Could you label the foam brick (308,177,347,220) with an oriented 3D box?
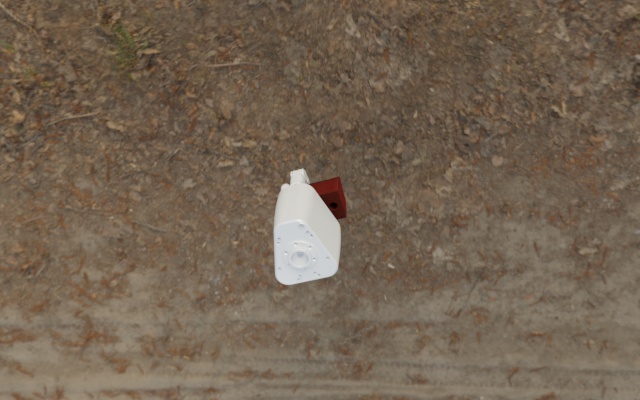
[{"bbox_3d":[0.000,0.002,0.777,0.078,0.053,0.051,-14,27,9],"label":"foam brick"}]
